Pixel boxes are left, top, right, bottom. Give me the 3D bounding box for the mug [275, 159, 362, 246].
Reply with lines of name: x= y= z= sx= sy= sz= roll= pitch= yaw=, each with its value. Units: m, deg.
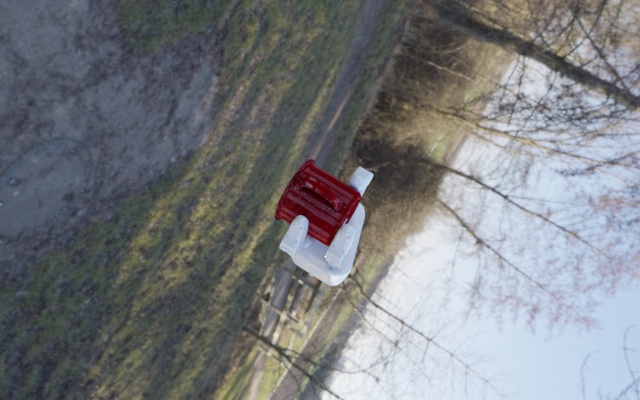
mug: x=0.000 y=0.002 z=0.606 sx=0.081 sy=0.093 sz=0.117 roll=31 pitch=-17 yaw=9
